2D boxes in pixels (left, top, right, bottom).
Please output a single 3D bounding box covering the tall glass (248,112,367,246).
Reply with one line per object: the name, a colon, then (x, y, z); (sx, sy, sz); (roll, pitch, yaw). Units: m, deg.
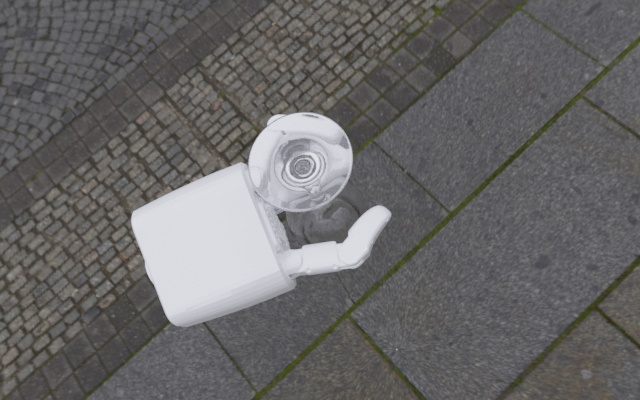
tall glass: (0.000, 0.001, 0.423); (0.079, 0.079, 0.201); (0, -17, 9)
